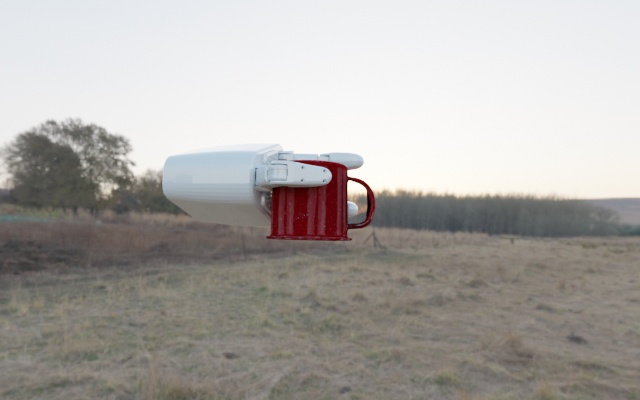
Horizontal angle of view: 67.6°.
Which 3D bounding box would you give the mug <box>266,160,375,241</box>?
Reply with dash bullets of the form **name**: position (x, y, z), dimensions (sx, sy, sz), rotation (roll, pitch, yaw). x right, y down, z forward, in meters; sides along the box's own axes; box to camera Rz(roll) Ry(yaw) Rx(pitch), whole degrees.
- **mug**: position (0.001, 0.001, 0.512), dimensions (0.117, 0.081, 0.093), rotation (1, -4, 13)
